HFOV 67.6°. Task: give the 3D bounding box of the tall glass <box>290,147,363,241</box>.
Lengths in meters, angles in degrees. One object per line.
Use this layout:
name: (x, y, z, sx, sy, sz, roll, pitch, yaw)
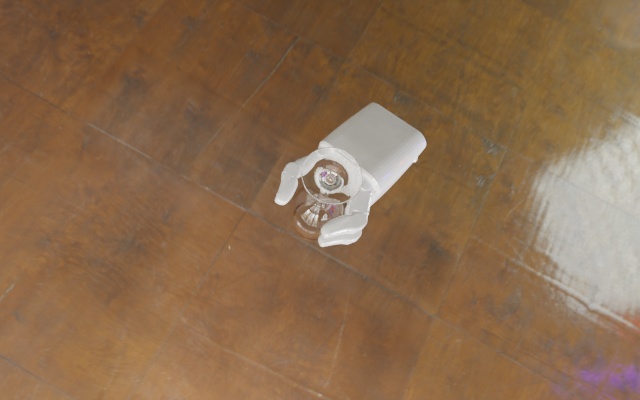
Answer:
tall glass: (0.000, 0.002, 0.660, 0.079, 0.079, 0.201, 0, -19, -9)
